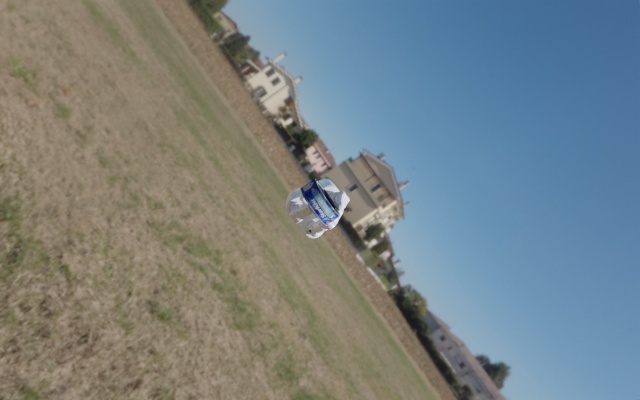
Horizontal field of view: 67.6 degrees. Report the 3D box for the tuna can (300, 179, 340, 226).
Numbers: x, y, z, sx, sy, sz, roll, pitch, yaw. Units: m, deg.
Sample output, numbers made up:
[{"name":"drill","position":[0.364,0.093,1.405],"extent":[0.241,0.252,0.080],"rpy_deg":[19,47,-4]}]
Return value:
[{"name":"tuna can","position":[0.001,0.003,0.885],"extent":[0.034,0.086,0.086],"rpy_deg":[-34,-4,7]}]
